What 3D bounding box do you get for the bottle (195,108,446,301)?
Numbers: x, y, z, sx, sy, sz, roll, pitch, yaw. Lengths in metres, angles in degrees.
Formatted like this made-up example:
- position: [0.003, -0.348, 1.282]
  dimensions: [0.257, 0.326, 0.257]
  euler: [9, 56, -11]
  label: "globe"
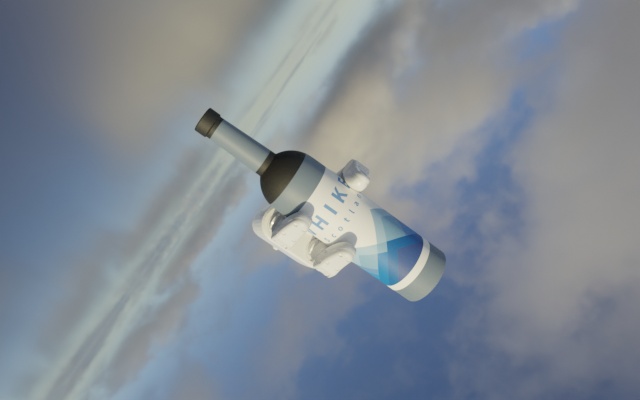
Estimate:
- position: [0.000, 0.002, 0.505]
  dimensions: [0.296, 0.069, 0.069]
  euler: [35, -9, -12]
  label: "bottle"
